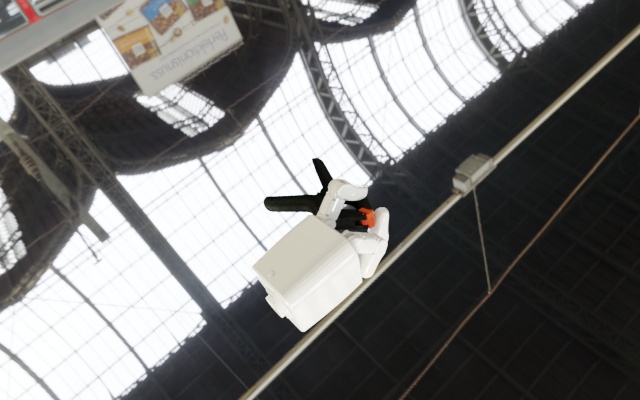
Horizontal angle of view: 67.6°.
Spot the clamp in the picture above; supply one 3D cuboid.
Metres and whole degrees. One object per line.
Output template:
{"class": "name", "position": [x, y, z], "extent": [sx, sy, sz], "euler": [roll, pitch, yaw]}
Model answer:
{"class": "clamp", "position": [0.000, 0.003, 0.683], "extent": [0.120, 0.039, 0.171], "euler": [-40, 43, -16]}
